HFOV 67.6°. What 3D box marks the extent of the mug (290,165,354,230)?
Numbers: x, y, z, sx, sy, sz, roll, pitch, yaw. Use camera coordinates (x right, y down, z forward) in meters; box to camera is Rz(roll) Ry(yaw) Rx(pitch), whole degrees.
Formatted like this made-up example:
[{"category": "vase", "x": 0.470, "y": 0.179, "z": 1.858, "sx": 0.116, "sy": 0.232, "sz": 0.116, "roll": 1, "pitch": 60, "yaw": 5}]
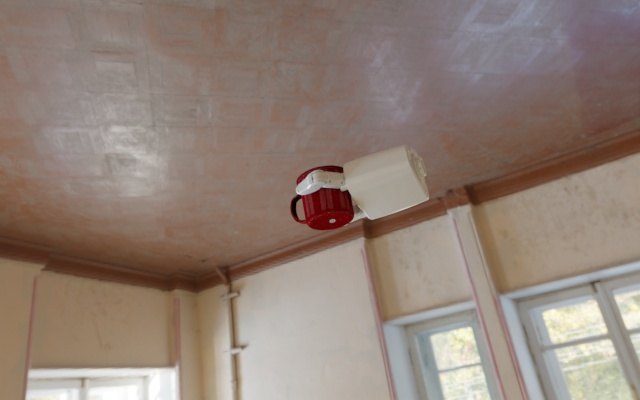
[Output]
[{"category": "mug", "x": -0.001, "y": 0.003, "z": 0.805, "sx": 0.117, "sy": 0.081, "sz": 0.093, "roll": -20, "pitch": -26, "yaw": 21}]
